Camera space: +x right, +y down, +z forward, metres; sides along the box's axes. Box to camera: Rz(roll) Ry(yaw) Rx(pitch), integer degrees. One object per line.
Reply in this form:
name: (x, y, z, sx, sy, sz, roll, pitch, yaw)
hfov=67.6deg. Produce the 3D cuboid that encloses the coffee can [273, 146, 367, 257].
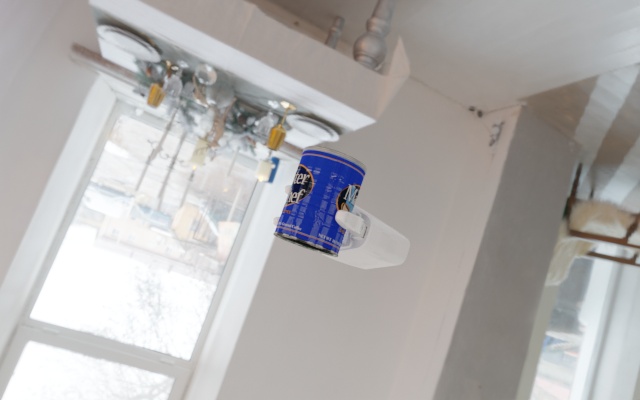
coffee can: (0.000, 0.002, 0.720, 0.103, 0.140, 0.103, 19, -10, 3)
